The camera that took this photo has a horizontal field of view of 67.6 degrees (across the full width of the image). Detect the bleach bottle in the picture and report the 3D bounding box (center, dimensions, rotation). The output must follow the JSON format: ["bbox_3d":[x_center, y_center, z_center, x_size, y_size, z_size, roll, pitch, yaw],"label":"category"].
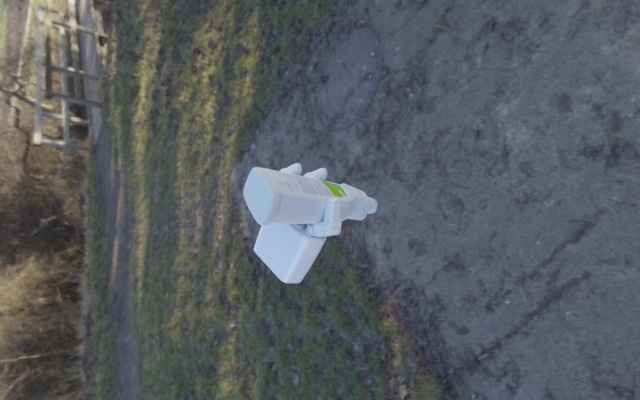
[{"bbox_3d":[0.000,0.003,0.819,0.251,0.068,0.102,7,31,-36],"label":"bleach bottle"}]
